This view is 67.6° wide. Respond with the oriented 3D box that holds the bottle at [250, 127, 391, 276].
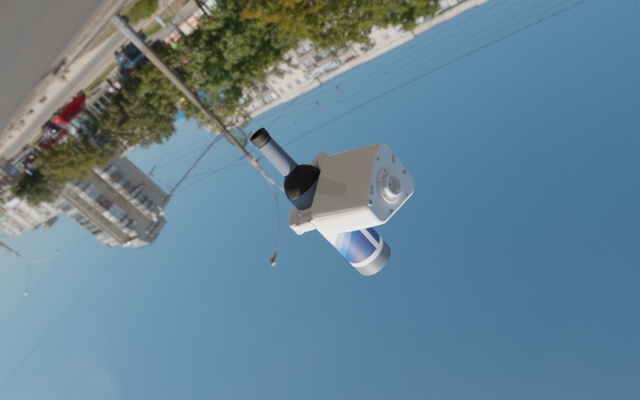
[{"bbox_3d":[0.000,0.003,0.742,0.296,0.069,0.069,47,-25,-25],"label":"bottle"}]
